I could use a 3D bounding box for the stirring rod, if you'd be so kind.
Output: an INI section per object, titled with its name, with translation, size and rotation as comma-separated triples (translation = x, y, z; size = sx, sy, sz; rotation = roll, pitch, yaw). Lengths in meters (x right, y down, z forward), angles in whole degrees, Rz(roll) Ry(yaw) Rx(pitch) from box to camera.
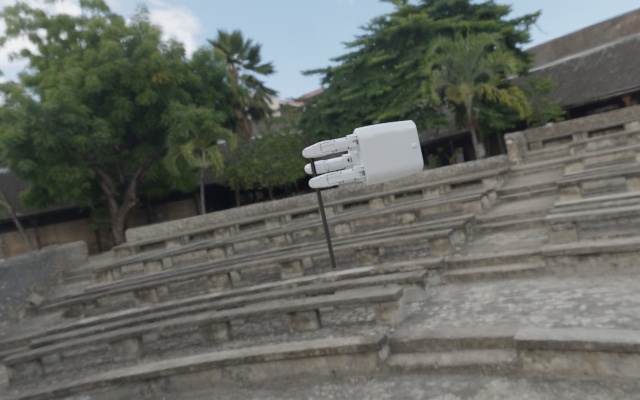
[stirring rod]
translation = 0.000, 0.003, 0.852
size = 0.011, 0.239, 0.011
rotation = -12, 2, 0
